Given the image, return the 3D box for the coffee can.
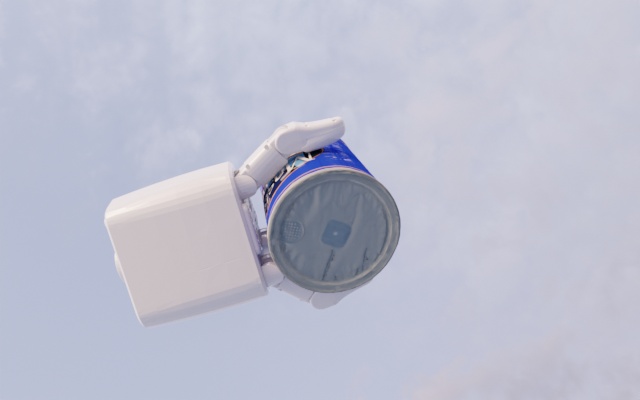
[{"bbox_3d":[0.000,0.001,0.423,0.103,0.103,0.140,0,21,-10],"label":"coffee can"}]
